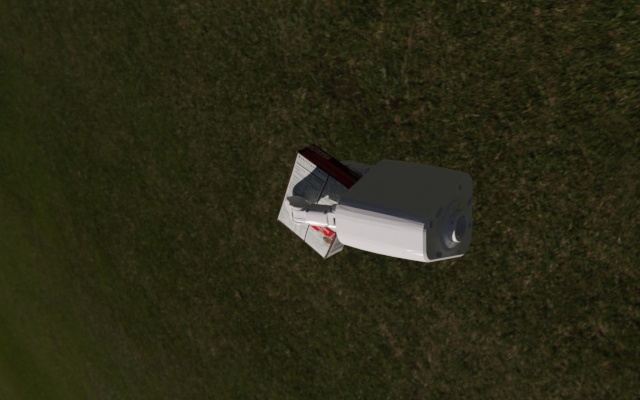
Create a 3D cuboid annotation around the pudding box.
[{"bbox_3d":[0.000,0.002,0.583,0.090,0.114,0.039,38,38,23],"label":"pudding box"}]
